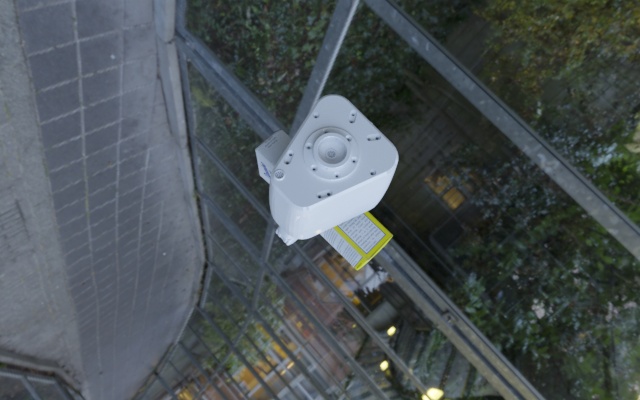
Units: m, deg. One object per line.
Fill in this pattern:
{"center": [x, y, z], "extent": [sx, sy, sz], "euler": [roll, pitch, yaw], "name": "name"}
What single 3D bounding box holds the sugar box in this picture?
{"center": [0.001, 0.002, 0.560], "extent": [0.048, 0.176, 0.093], "euler": [-41, -9, -14], "name": "sugar box"}
